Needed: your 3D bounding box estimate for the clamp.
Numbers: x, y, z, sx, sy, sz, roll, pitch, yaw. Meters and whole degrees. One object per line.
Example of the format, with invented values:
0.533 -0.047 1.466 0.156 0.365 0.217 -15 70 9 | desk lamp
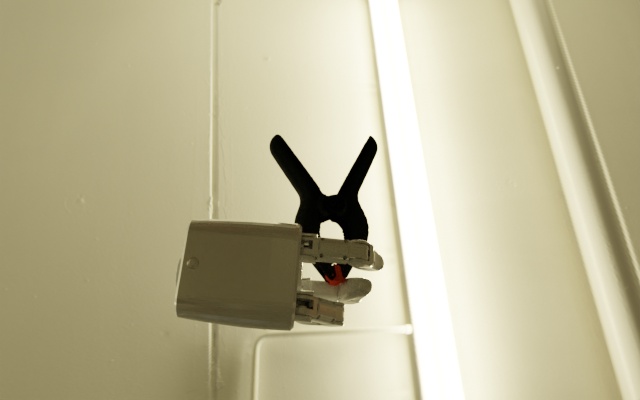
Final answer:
0.000 0.002 0.507 0.120 0.171 0.039 5 -22 -3 | clamp
